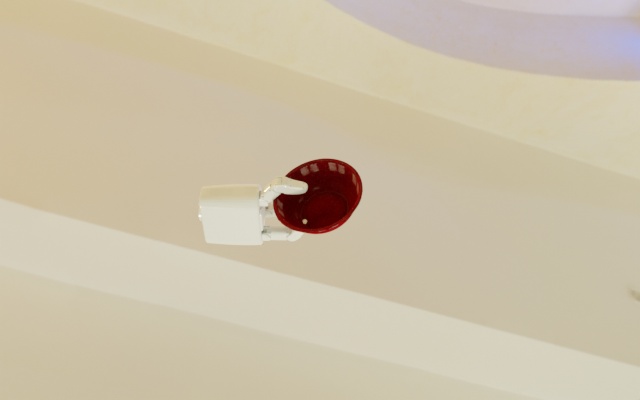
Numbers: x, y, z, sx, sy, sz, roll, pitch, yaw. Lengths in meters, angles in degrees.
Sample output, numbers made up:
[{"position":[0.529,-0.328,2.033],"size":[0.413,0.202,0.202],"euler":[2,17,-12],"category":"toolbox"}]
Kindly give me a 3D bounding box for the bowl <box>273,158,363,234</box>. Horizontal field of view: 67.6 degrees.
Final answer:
[{"position":[0.002,0.003,0.846],"size":[0.162,0.162,0.055],"euler":[0,-36,19],"category":"bowl"}]
